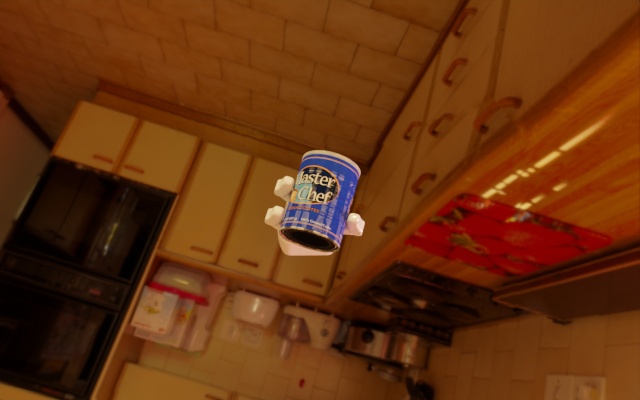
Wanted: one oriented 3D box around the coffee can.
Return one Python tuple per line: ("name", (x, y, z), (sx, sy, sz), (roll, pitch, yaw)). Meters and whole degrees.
("coffee can", (0.000, 0.002, 0.792), (0.103, 0.140, 0.103), (15, -21, 6))
